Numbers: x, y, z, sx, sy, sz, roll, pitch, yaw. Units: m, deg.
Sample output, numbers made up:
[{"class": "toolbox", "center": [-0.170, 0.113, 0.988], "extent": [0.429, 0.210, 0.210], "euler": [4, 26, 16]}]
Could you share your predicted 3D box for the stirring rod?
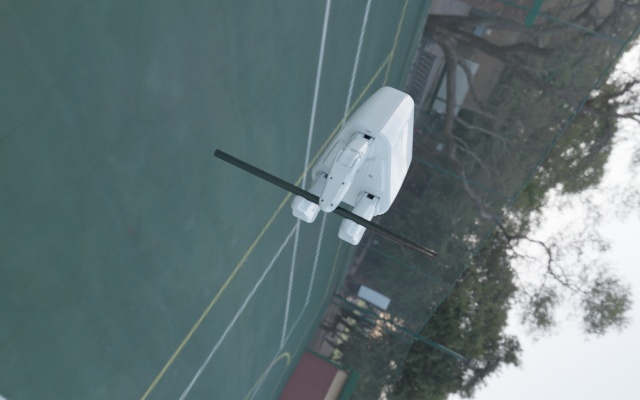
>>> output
[{"class": "stirring rod", "center": [0.000, 0.001, 0.466], "extent": [0.239, 0.011, 0.011], "euler": [25, 5, 11]}]
